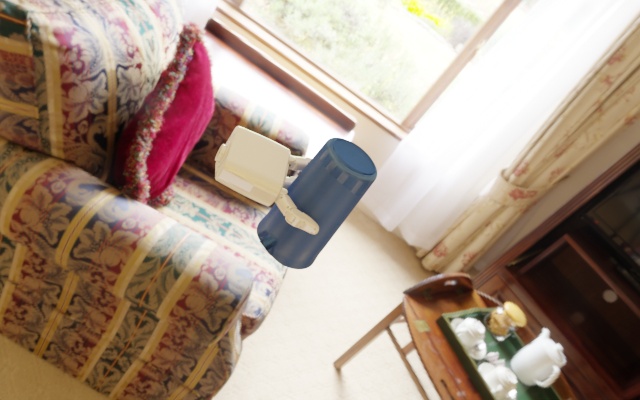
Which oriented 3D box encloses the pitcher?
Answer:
[{"bbox_3d":[0.000,0.003,0.888,0.145,0.243,0.149,27,33,-19],"label":"pitcher"}]
